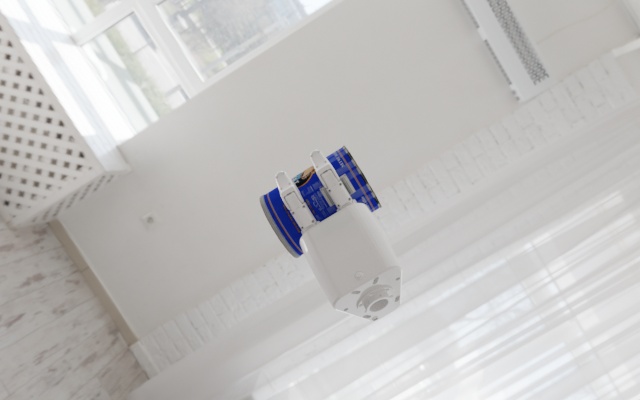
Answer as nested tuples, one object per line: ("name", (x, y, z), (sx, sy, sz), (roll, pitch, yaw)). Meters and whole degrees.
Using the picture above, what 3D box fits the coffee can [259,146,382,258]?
("coffee can", (0.000, 0.002, 0.675), (0.140, 0.103, 0.103), (-31, -2, 3))
